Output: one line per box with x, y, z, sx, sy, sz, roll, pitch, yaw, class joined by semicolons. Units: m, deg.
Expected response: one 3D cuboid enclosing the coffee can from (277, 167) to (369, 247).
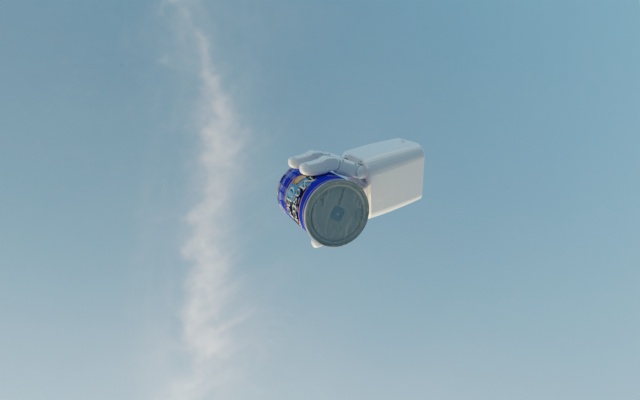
0.000;0.003;0.754;0.103;0.103;0.140;0;15;-23;coffee can
